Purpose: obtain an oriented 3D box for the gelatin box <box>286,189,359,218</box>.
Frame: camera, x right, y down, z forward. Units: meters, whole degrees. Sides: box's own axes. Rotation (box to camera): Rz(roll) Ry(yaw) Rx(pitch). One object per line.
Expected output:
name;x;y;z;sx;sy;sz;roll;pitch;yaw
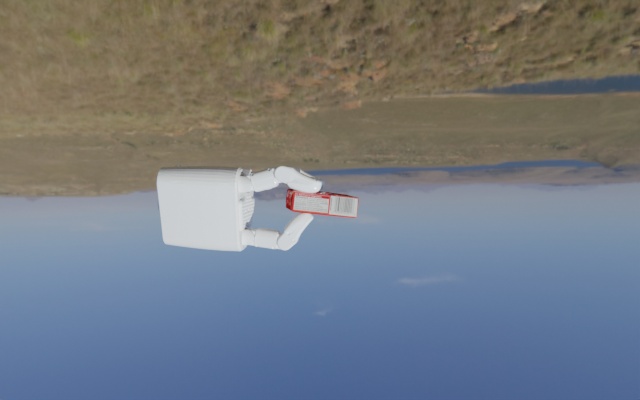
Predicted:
gelatin box;0.000;0.003;0.641;0.089;0.030;0.073;6;2;-9
